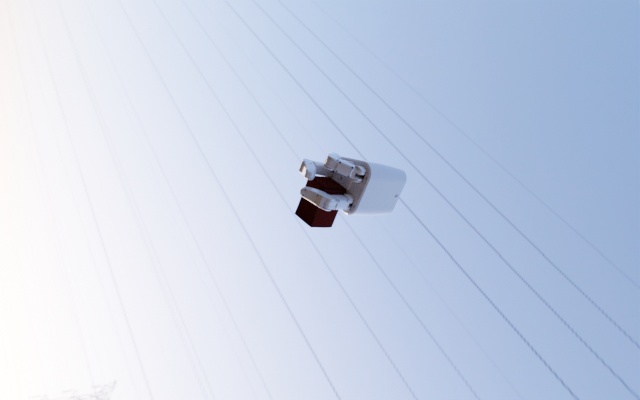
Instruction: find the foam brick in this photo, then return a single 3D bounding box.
[{"bbox_3d":[0.000,0.003,0.836,0.051,0.078,0.053,3,27,-43],"label":"foam brick"}]
